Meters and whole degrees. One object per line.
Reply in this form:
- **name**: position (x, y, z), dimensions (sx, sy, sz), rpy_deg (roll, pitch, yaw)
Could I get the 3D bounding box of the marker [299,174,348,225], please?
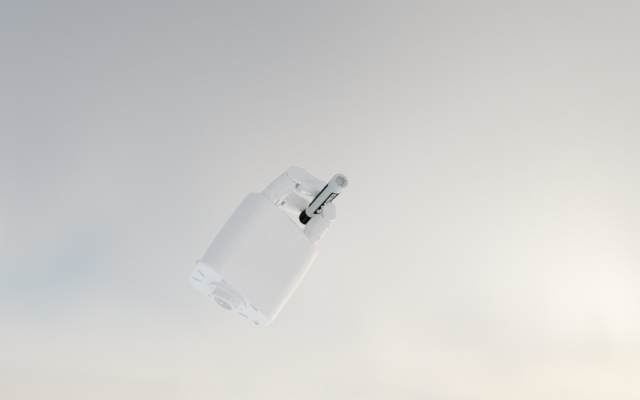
- **marker**: position (0.000, 0.002, 0.583), dimensions (0.020, 0.020, 0.121), rpy_deg (0, -23, -24)
